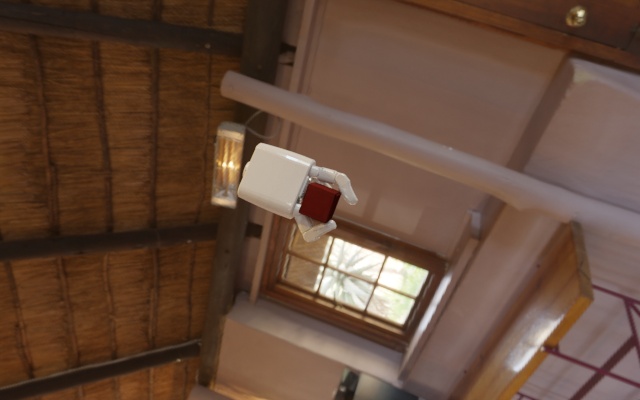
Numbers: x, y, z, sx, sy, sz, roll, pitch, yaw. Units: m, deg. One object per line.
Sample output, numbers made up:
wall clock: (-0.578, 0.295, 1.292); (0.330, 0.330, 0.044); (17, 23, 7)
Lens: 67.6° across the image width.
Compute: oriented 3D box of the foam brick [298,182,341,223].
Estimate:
foam brick: (0.000, 0.003, 0.817); (0.051, 0.053, 0.078); (22, 7, 6)
